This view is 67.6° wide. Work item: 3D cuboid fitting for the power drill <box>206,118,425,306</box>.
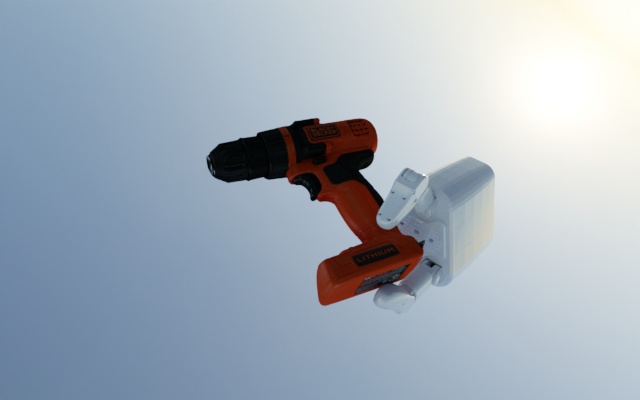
[{"bbox_3d":[0.000,0.002,0.463,0.184,0.187,0.057,-14,-28,-21],"label":"power drill"}]
